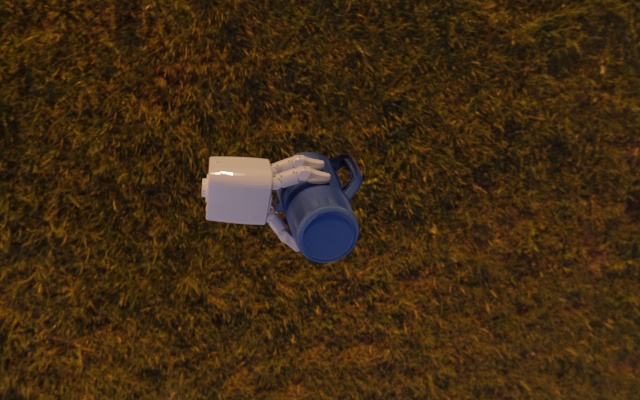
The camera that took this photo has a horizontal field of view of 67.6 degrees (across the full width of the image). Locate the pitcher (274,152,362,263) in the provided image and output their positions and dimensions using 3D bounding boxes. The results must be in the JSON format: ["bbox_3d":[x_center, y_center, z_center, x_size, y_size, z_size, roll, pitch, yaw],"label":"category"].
[{"bbox_3d":[0.000,0.003,0.883,0.145,0.149,0.242,6,23,-14],"label":"pitcher"}]
